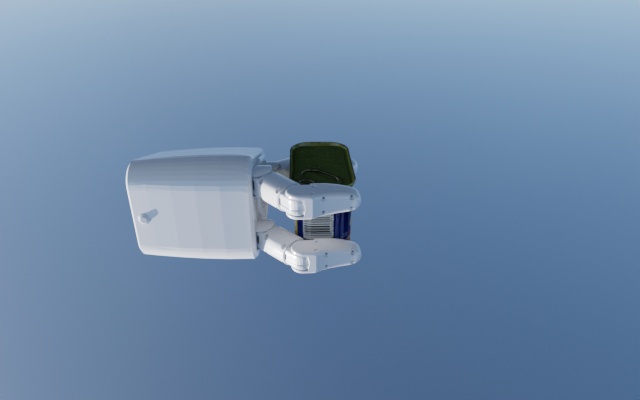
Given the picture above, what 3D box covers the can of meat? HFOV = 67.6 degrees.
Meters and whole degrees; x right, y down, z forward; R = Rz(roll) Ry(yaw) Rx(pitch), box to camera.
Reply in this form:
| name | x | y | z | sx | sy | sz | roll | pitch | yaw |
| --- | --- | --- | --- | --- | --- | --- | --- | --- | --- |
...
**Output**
| name | x | y | z | sx | sy | sz | roll | pitch | yaw |
| --- | --- | --- | --- | --- | --- | --- | --- | --- | --- |
| can of meat | 0.000 | 0.002 | 0.456 | 0.057 | 0.084 | 0.102 | -1 | 28 | -3 |
